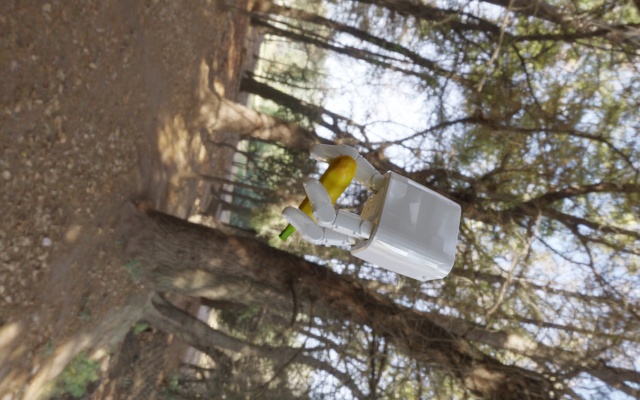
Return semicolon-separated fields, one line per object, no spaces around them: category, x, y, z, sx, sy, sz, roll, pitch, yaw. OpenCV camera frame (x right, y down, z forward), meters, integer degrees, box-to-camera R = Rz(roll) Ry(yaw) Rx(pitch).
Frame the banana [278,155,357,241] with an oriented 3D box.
banana;0.006;-0.008;0.623;0.037;0.069;0.198;35;-41;-3
